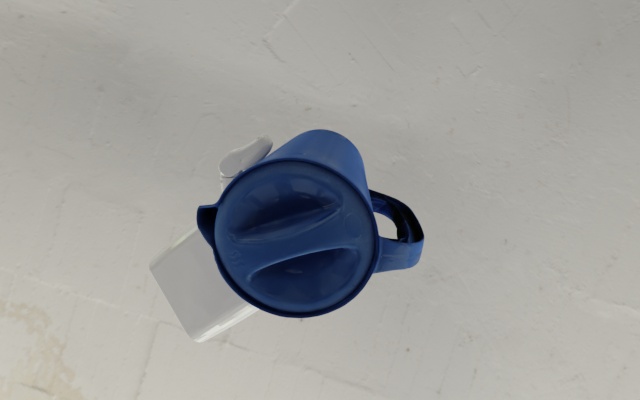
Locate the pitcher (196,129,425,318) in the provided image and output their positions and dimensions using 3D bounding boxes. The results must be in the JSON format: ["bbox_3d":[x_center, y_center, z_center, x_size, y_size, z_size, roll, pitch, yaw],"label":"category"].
[{"bbox_3d":[0.000,0.002,0.476,0.145,0.149,0.242,-36,11,15],"label":"pitcher"}]
